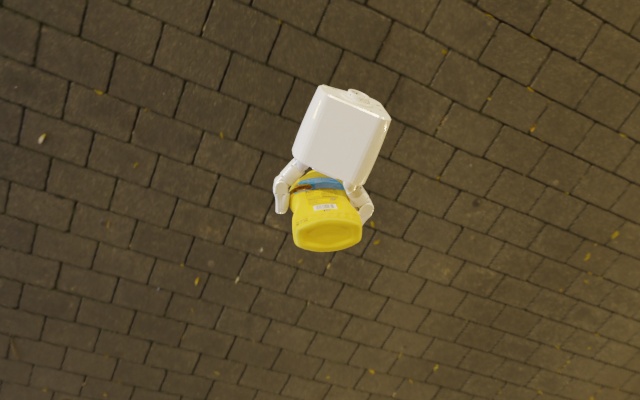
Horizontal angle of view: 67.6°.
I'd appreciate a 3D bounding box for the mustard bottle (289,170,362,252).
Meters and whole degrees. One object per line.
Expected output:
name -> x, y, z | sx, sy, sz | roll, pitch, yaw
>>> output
mustard bottle -> 0.000, 0.003, 0.733 | 0.096, 0.058, 0.191 | -6, 30, -5
